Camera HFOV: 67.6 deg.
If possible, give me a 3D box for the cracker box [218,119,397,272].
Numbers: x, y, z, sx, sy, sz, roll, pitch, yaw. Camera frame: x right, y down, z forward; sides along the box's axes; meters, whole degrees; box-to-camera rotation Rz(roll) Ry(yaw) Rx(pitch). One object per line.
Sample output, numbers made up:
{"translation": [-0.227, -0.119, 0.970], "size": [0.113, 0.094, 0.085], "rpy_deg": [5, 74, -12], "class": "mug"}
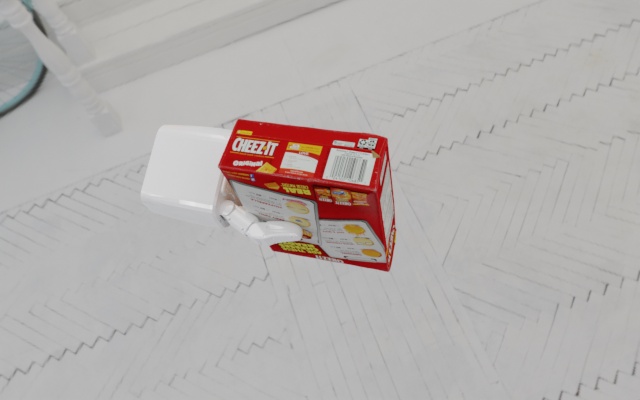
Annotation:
{"translation": [0.000, 0.002, 0.553], "size": [0.164, 0.072, 0.214], "rpy_deg": [9, -26, 16], "class": "cracker box"}
